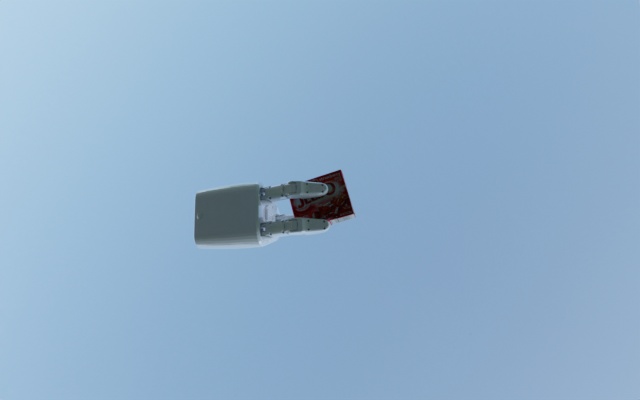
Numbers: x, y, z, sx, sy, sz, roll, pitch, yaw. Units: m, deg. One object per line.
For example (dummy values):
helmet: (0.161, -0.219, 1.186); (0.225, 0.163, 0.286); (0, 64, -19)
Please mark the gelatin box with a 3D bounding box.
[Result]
gelatin box: (0.001, 0.002, 0.719); (0.089, 0.073, 0.030); (-17, -18, 4)
